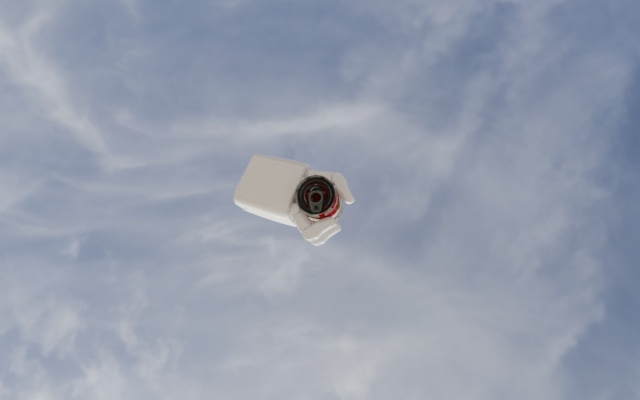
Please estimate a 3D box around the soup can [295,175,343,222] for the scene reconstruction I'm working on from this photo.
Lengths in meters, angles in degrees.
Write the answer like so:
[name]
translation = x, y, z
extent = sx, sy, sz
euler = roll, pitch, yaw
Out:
[soup can]
translation = 0.001, 0.003, 0.830
extent = 0.068, 0.068, 0.102
euler = 0, -14, 10
